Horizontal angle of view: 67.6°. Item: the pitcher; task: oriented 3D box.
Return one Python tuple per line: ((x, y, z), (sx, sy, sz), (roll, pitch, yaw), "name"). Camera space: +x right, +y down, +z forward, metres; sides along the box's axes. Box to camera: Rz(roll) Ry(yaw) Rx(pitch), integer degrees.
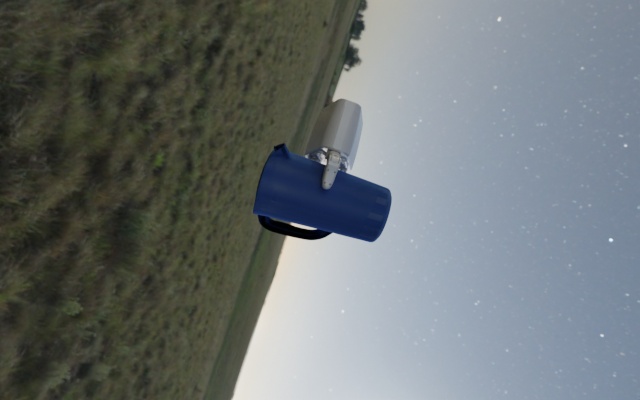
((0.000, 0.003, 0.899), (0.243, 0.145, 0.149), (17, -13, -3), "pitcher")
